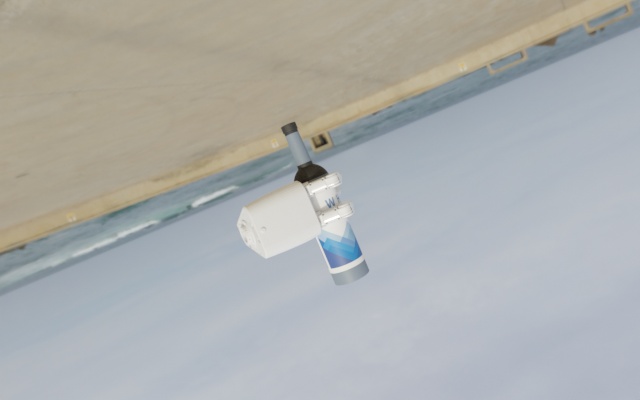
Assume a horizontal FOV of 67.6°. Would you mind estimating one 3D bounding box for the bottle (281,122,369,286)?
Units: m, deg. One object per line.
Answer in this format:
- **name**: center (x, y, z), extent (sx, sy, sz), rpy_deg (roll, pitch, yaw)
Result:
- **bottle**: center (0.000, 0.003, 0.844), extent (0.069, 0.296, 0.069), rpy_deg (-23, 5, 2)
